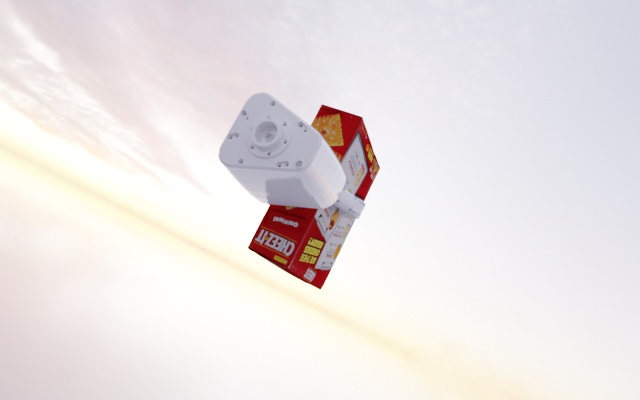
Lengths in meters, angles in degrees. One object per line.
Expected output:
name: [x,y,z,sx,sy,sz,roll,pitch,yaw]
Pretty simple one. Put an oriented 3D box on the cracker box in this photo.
cracker box: [0.000,0.002,0.664,0.072,0.213,0.164,23,-12,21]
